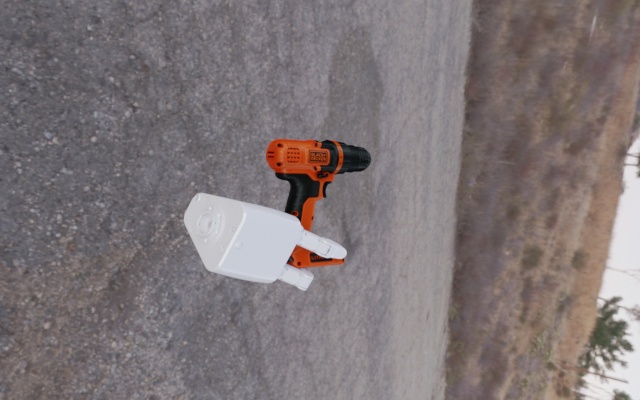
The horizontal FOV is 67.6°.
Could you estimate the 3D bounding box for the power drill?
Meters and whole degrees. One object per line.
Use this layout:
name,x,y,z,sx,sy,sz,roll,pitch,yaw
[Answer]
power drill,0.000,0.003,0.718,0.184,0.187,0.057,0,3,-36
